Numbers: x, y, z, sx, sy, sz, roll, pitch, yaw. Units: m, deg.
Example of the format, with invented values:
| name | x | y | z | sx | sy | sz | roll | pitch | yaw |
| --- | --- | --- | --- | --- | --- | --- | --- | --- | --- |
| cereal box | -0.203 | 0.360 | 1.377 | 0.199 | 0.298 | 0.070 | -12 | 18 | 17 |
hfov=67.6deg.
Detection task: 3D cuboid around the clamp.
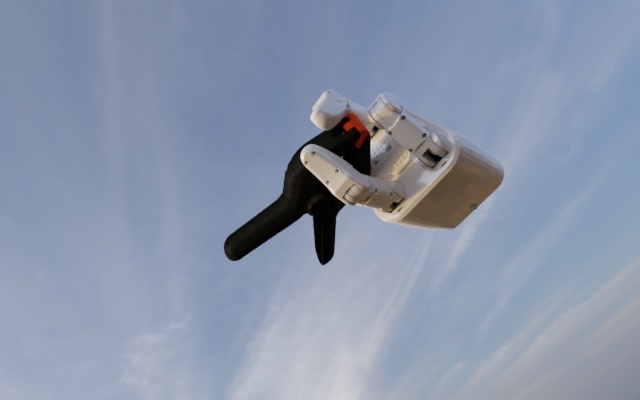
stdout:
| name | x | y | z | sx | sy | sz | roll | pitch | yaw |
| --- | --- | --- | --- | --- | --- | --- | --- | --- | --- |
| clamp | 0.000 | 0.001 | 0.442 | 0.120 | 0.039 | 0.171 | 13 | -54 | -46 |
